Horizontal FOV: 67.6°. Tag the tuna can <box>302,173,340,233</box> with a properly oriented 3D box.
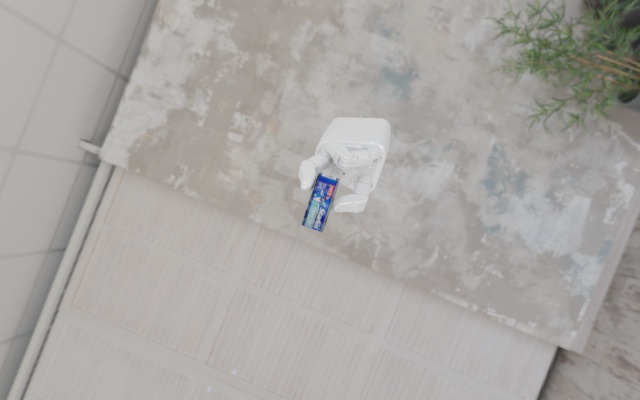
[{"bbox_3d":[0.000,0.002,0.713,0.034,0.086,0.086,18,0,0],"label":"tuna can"}]
